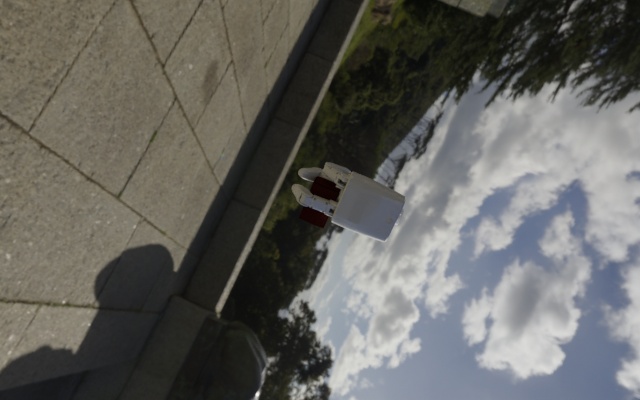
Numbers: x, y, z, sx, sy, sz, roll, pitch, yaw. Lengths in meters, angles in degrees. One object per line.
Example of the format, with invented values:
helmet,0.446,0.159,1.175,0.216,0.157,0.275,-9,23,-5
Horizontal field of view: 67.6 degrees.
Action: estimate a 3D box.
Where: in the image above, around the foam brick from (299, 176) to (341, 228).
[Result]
foam brick,0.000,0.003,0.884,0.051,0.078,0.053,23,18,1
